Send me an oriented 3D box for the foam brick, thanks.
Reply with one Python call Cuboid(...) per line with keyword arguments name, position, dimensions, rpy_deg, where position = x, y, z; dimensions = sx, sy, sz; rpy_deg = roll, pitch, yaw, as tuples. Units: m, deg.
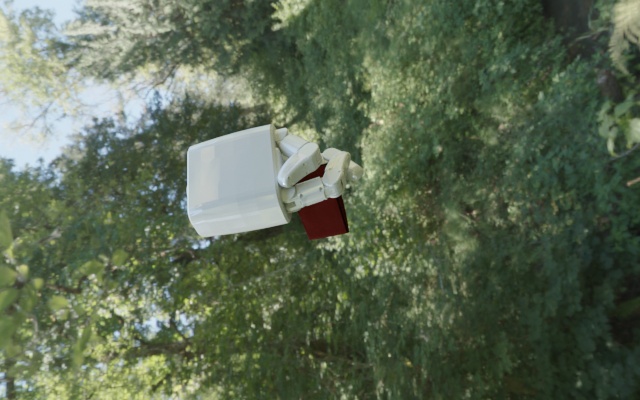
Cuboid(name="foam brick", position=(0.000, 0.002, 0.581), dimensions=(0.051, 0.053, 0.078), rpy_deg=(-13, -45, 6))
